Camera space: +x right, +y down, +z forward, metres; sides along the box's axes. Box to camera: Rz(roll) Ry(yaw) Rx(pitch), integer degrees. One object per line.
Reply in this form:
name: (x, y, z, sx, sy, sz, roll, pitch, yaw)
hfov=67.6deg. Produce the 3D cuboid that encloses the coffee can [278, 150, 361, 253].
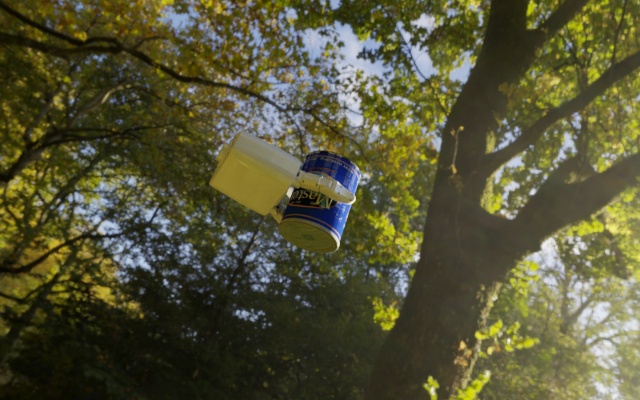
coffee can: (0.000, 0.003, 0.798, 0.103, 0.140, 0.103, 15, -28, 8)
